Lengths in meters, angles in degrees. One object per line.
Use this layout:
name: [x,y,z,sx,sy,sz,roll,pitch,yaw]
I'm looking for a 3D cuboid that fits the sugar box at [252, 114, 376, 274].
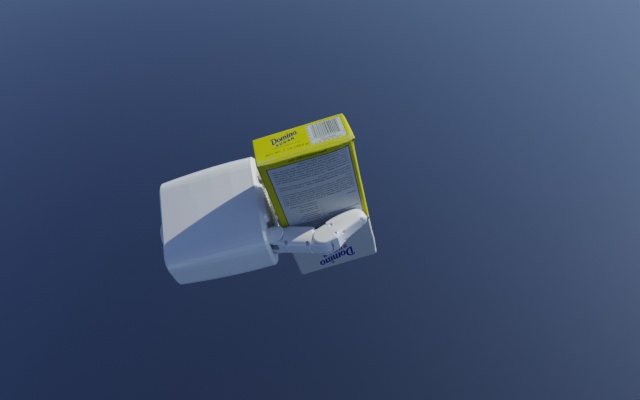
sugar box: [0.000,0.001,0.499,0.093,0.048,0.176,-16,-42,0]
